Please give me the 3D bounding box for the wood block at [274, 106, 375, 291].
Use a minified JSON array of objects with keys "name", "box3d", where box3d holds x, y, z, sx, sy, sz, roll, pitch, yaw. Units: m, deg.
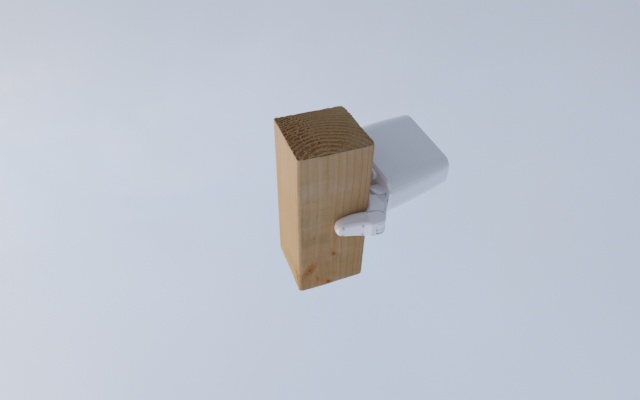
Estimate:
[{"name":"wood block","box3d":[0.001,0.002,0.588,0.090,0.206,0.090,-14,42,-16]}]
